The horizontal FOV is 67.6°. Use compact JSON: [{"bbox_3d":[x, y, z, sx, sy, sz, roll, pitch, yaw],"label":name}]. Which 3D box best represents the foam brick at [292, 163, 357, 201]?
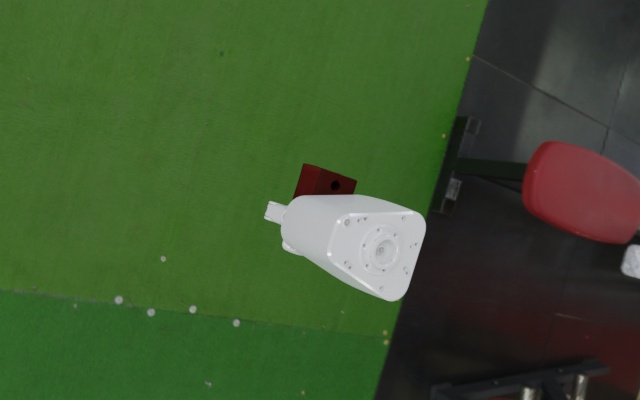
[{"bbox_3d":[0.000,0.002,0.566,0.053,0.078,0.051,18,-1,-28],"label":"foam brick"}]
